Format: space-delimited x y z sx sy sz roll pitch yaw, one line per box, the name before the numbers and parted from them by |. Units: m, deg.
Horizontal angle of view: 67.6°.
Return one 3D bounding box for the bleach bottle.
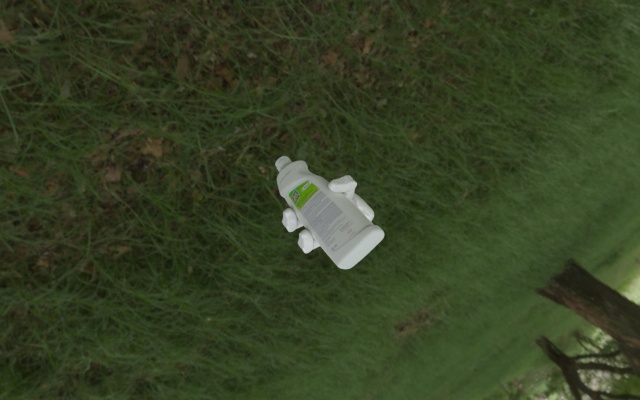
bleach bottle | 0.000 0.003 0.882 0.250 0.102 0.068 50 11 27
